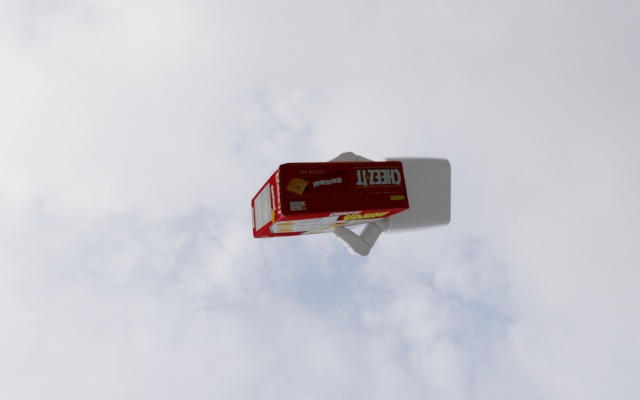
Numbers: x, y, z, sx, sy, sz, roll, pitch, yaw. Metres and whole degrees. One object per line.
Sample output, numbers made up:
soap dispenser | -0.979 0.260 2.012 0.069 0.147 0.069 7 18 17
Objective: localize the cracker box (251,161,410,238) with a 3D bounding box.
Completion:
cracker box | 0.000 0.002 0.669 0.164 0.072 0.214 -3 -10 -18
